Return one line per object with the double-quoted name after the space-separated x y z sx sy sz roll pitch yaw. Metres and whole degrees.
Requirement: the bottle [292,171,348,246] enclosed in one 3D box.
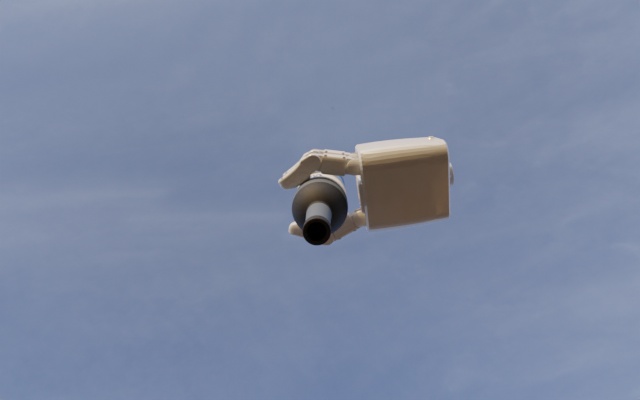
0.000 0.002 0.597 0.069 0.069 0.295 0 11 1 "bottle"
